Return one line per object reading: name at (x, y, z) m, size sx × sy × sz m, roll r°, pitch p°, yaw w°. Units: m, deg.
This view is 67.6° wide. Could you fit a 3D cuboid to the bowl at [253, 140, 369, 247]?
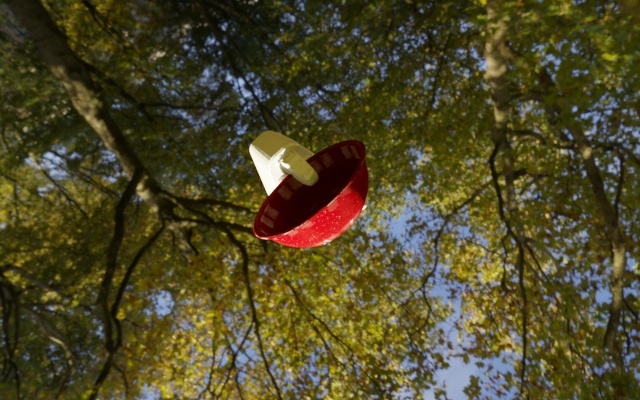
bowl at (0.001, 0.003, 0.558) m, size 0.162 × 0.055 × 0.162 m, roll -34°, pitch 23°, yaw 16°
